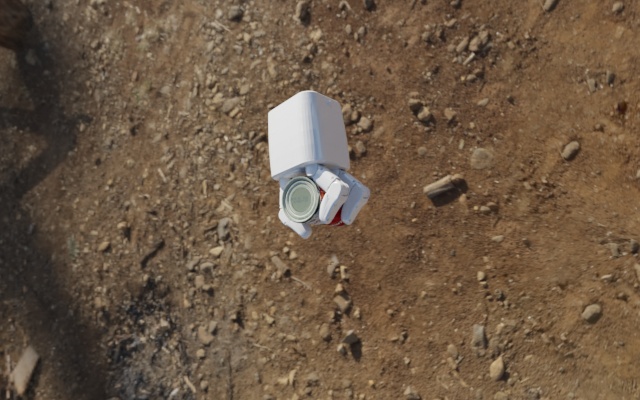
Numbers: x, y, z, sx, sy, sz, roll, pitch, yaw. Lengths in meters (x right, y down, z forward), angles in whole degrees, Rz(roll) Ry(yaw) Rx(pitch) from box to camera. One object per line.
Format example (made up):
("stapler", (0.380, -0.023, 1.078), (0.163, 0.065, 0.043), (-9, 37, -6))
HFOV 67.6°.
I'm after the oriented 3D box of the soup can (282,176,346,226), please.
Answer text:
("soup can", (0.000, 0.003, 0.701), (0.068, 0.068, 0.102), (0, -4, 35))
